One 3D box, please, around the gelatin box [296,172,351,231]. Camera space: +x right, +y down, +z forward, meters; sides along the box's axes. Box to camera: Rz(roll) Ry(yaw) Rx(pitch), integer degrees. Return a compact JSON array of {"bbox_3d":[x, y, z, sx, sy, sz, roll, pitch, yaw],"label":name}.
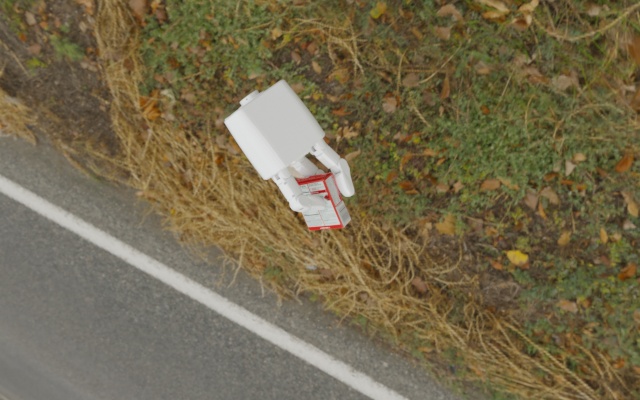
[{"bbox_3d":[0.000,0.003,0.766,0.073,0.089,0.030,-8,23,40],"label":"gelatin box"}]
